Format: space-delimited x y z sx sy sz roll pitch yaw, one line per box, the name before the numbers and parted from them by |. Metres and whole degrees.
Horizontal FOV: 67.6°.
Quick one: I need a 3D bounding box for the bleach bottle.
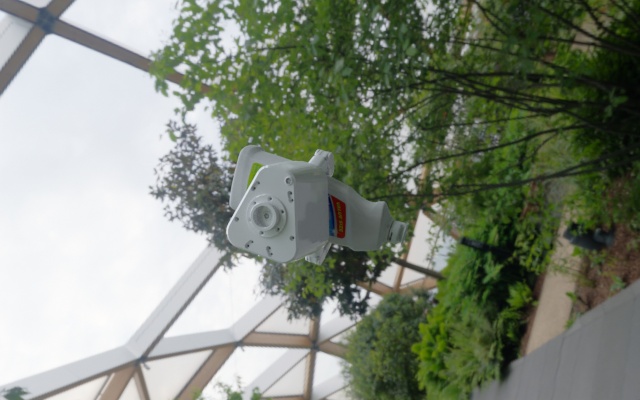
bleach bottle | 0.000 0.002 0.671 0.251 0.102 0.068 17 10 16
